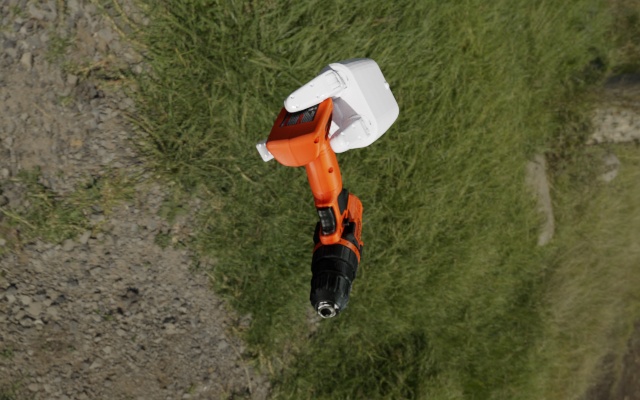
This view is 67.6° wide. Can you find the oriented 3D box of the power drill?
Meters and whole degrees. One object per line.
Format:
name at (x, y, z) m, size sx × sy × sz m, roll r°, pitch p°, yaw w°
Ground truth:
power drill at (0.000, 0.001, 0.503) m, size 0.057 × 0.188 × 0.184 m, roll -8°, pitch 34°, yaw 13°
